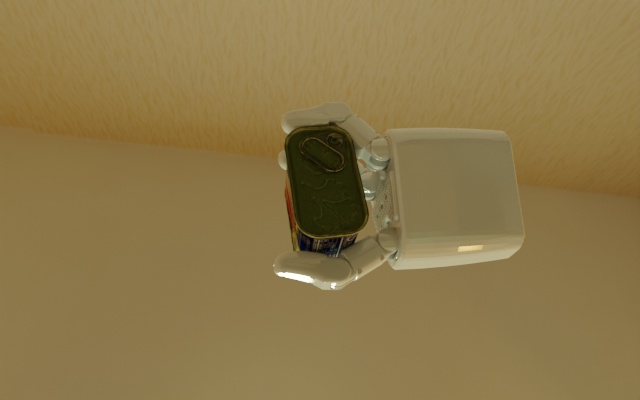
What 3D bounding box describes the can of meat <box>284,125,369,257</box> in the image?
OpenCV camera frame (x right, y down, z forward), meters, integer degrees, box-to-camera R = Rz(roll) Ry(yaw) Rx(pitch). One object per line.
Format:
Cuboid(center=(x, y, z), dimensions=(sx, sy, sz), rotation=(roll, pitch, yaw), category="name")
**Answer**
Cuboid(center=(0.000, 0.002, 0.411), dimensions=(0.057, 0.102, 0.084), rotation=(-6, -27, -9), category="can of meat")
